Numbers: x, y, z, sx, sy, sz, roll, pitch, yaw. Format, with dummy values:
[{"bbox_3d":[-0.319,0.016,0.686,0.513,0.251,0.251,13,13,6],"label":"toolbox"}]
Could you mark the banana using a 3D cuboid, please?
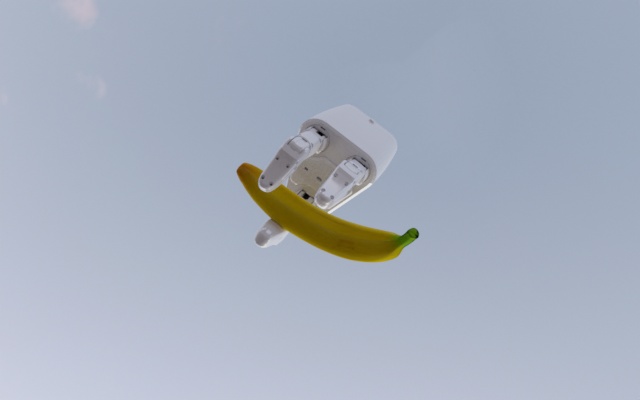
[{"bbox_3d":[0.002,0.018,0.475,0.198,0.070,0.037,20,36,21],"label":"banana"}]
